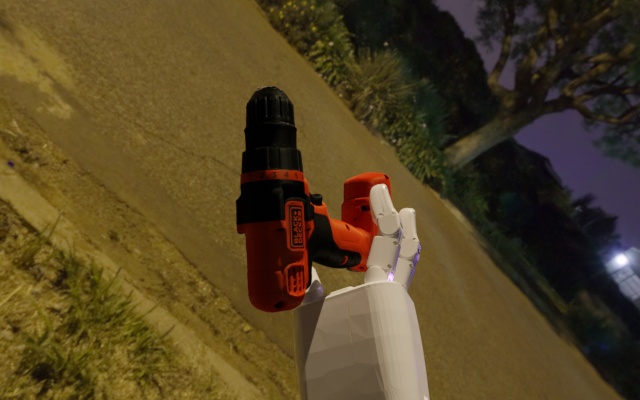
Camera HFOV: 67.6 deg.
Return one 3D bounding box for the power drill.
[{"bbox_3d":[0.000,0.002,0.445,0.057,0.184,0.187,-5,-7,37],"label":"power drill"}]
